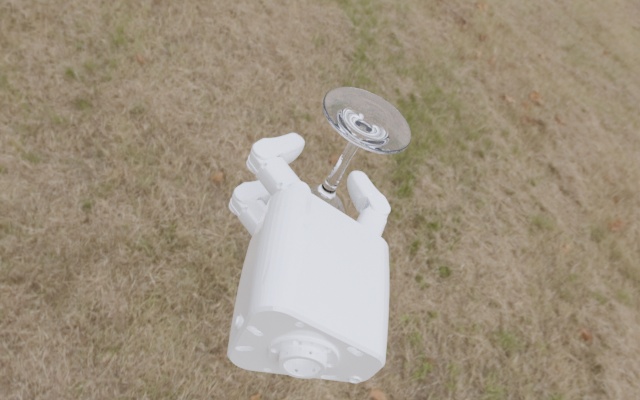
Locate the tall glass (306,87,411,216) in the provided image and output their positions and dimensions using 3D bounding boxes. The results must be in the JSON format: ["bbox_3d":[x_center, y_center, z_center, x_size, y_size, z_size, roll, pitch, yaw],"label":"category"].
[{"bbox_3d":[0.000,0.001,0.430,0.079,0.079,0.201,0,-40,-28],"label":"tall glass"}]
